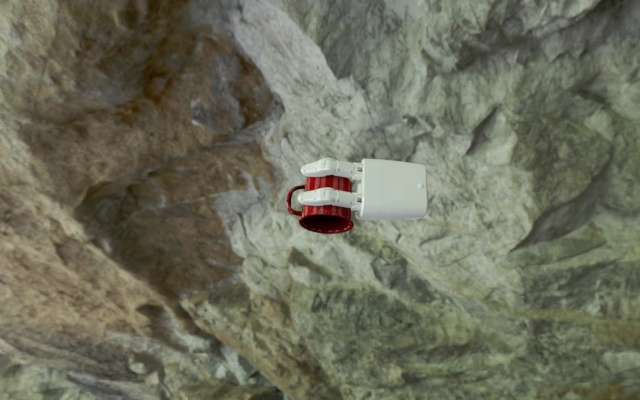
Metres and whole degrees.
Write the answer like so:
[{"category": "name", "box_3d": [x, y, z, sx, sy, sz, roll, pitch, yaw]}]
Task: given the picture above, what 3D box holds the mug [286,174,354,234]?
[{"category": "mug", "box_3d": [-0.001, 0.002, 0.816, 0.117, 0.081, 0.093, 5, -24, -2]}]
